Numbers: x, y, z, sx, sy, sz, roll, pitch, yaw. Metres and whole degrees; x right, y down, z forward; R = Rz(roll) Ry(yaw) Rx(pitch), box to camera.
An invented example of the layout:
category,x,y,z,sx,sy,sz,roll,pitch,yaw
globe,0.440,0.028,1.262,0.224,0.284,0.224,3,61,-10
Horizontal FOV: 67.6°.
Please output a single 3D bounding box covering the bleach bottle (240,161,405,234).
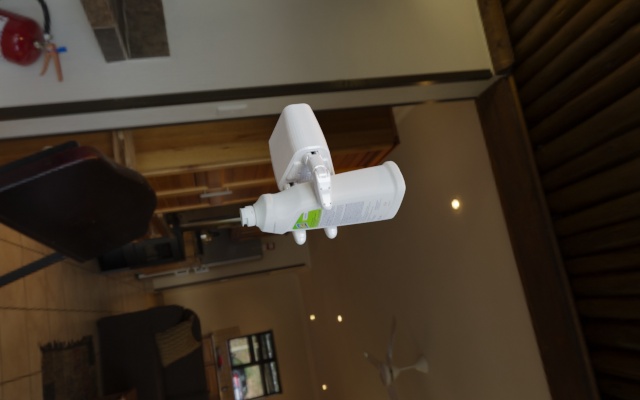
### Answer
category,x,y,z,sx,sy,sz,roll,pitch,yaw
bleach bottle,0.000,0.003,0.753,0.251,0.068,0.103,-8,-36,-15
